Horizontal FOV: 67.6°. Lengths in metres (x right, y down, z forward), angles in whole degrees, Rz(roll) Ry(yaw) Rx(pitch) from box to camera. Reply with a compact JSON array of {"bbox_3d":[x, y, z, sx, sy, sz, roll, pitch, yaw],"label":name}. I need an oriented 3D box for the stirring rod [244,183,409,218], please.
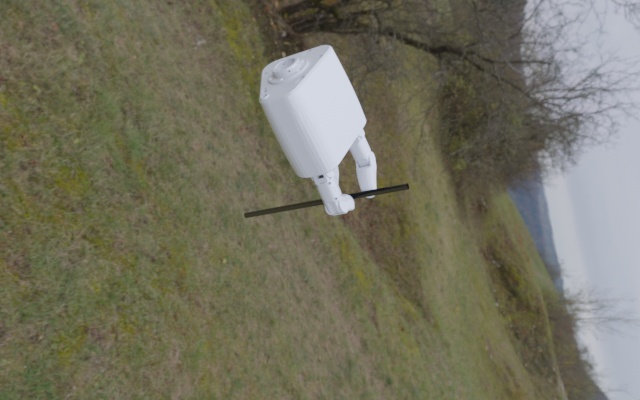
[{"bbox_3d":[0.000,0.002,0.637,0.239,0.011,0.011,-10,-4,25],"label":"stirring rod"}]
